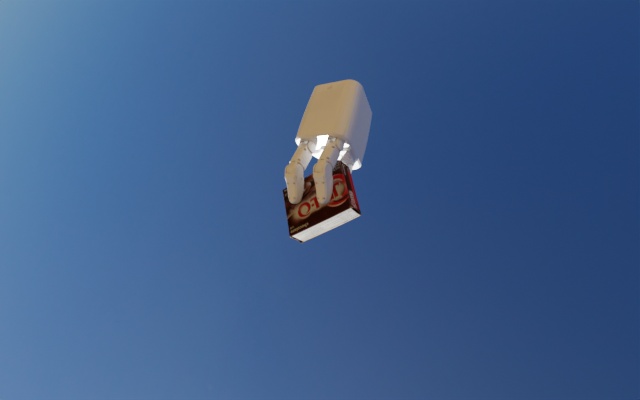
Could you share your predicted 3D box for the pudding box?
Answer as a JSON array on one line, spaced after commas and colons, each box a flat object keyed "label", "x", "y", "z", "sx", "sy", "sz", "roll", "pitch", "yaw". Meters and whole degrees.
[{"label": "pudding box", "x": 0.000, "y": 0.002, "z": 0.735, "sx": 0.113, "sy": 0.090, "sz": 0.039, "roll": -28, "pitch": -38, "yaw": 23}]
